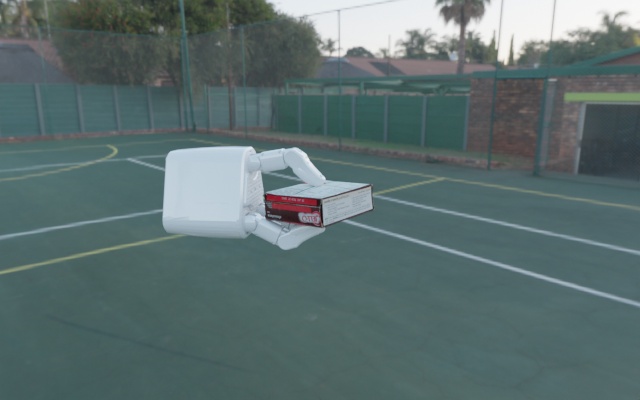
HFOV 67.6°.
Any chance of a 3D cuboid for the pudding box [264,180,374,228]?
[{"bbox_3d":[0.000,0.002,0.591,0.090,0.039,0.113,7,16,37],"label":"pudding box"}]
